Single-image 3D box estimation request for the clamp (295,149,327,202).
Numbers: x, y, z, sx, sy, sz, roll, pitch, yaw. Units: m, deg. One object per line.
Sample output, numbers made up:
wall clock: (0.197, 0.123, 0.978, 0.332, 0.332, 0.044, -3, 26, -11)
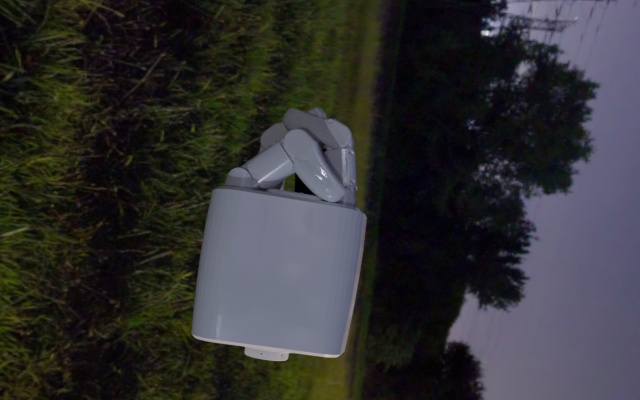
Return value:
clamp: (0.001, 0.001, 0.454, 0.039, 0.120, 0.171, 5, -10, 12)
